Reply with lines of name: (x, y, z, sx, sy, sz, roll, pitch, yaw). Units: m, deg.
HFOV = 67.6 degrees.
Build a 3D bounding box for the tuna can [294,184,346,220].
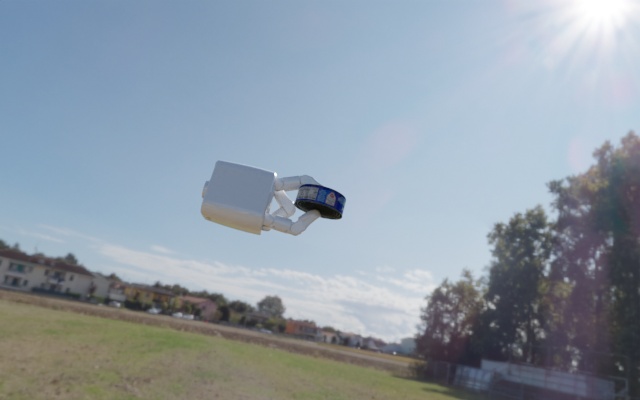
tuna can: (0.000, 0.002, 0.820, 0.086, 0.033, 0.086, 15, -16, 4)
